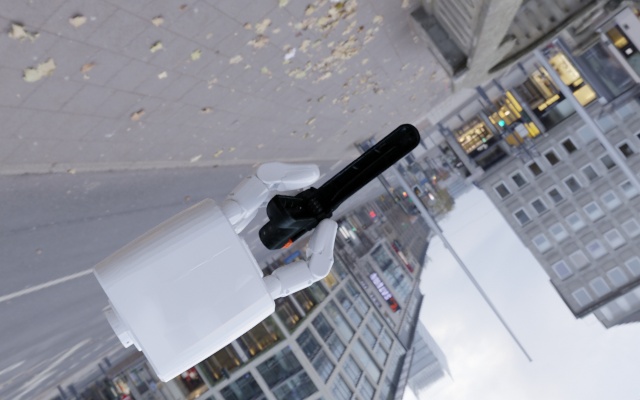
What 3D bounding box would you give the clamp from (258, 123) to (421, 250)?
[{"bbox_3d":[0.000,0.002,0.468,0.164,0.036,0.210,-31,-7,-24],"label":"clamp"}]
